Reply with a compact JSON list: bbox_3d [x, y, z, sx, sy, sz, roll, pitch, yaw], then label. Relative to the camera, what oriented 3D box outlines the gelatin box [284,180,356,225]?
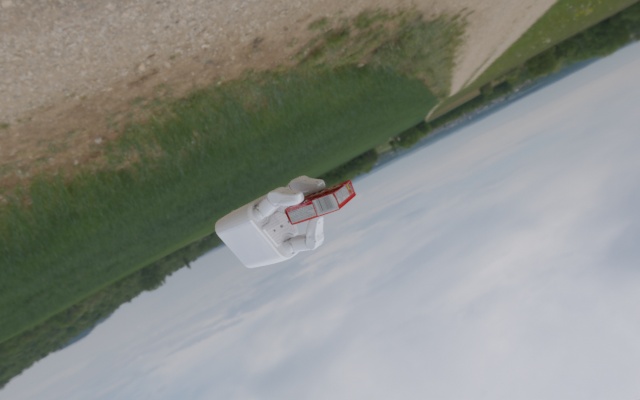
[{"bbox_3d":[0.001,0.003,0.725,0.089,0.030,0.073,-19,8,29],"label":"gelatin box"}]
